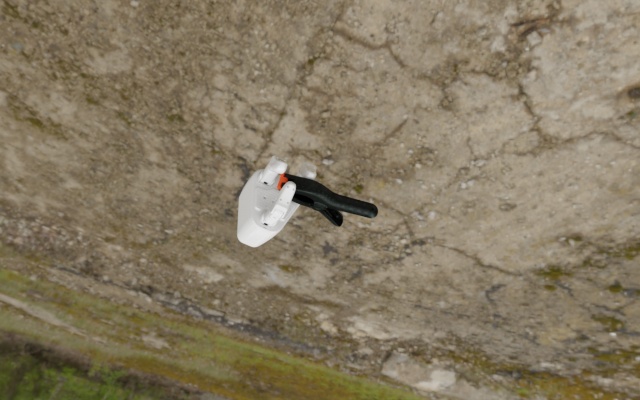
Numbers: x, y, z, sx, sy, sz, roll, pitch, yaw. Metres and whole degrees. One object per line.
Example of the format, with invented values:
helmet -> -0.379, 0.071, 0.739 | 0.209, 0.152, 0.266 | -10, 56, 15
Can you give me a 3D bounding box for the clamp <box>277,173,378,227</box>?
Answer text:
clamp -> 0.000, 0.003, 0.816 | 0.171, 0.039, 0.120 | 24, -28, -16
